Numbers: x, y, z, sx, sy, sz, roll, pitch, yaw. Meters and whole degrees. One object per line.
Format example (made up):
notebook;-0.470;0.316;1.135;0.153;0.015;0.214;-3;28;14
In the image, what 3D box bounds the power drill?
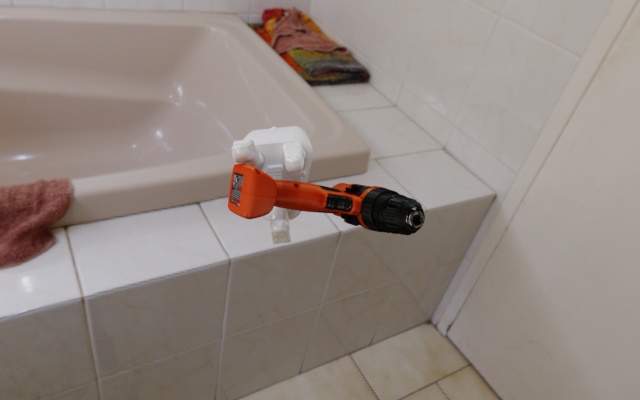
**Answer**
power drill;0.000;0.002;0.540;0.187;0.057;0.184;9;1;-24
